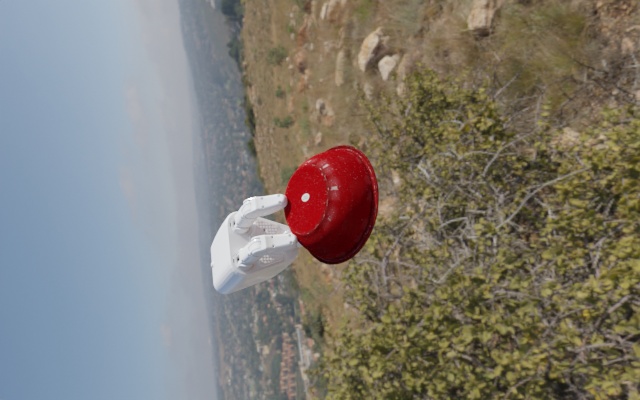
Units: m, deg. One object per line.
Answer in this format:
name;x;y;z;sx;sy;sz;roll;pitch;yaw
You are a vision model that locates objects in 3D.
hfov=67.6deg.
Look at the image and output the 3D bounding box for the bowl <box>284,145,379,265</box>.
bowl;0.001;0.001;0.626;0.055;0.162;0.162;10;-6;-40
